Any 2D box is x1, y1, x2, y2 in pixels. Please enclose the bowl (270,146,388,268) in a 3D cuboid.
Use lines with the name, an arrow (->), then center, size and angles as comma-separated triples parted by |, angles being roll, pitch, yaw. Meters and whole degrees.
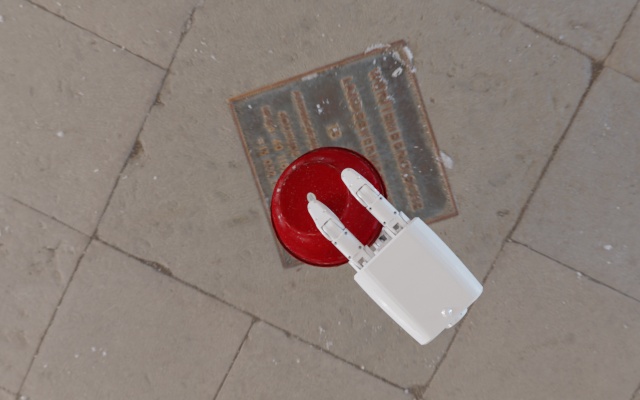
bowl -> -0.001, 0.001, 0.602 | 0.162, 0.162, 0.055 | 0, -11, 19
